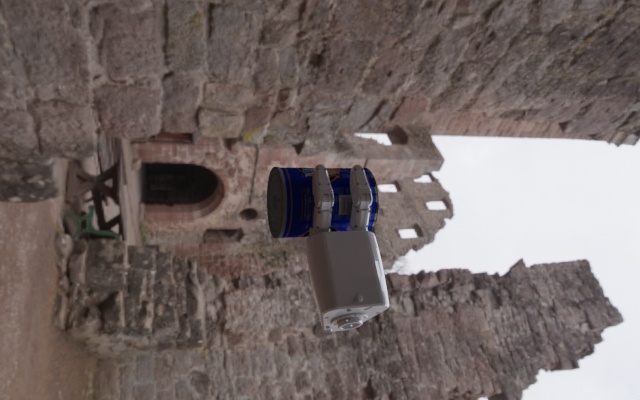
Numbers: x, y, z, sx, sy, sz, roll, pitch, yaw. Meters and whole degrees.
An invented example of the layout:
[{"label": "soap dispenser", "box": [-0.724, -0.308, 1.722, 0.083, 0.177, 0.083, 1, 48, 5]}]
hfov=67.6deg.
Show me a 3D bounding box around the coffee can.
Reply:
[{"label": "coffee can", "box": [0.000, 0.002, 0.698, 0.140, 0.103, 0.103, -1, 0, -18]}]
